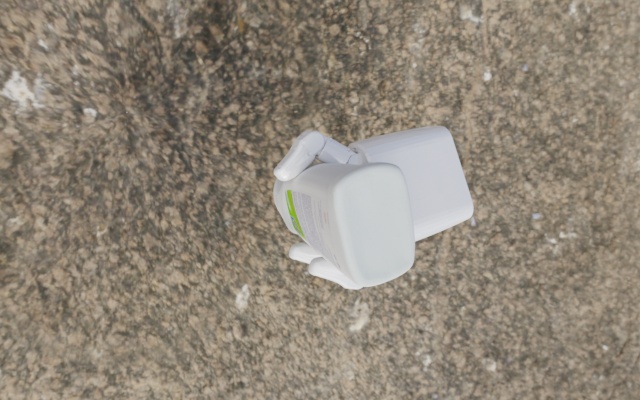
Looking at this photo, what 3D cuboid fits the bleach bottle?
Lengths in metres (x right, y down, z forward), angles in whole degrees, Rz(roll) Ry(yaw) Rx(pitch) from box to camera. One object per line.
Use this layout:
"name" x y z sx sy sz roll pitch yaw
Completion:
"bleach bottle" 0.000 0.002 0.489 0.068 0.102 0.251 -17 16 -18
